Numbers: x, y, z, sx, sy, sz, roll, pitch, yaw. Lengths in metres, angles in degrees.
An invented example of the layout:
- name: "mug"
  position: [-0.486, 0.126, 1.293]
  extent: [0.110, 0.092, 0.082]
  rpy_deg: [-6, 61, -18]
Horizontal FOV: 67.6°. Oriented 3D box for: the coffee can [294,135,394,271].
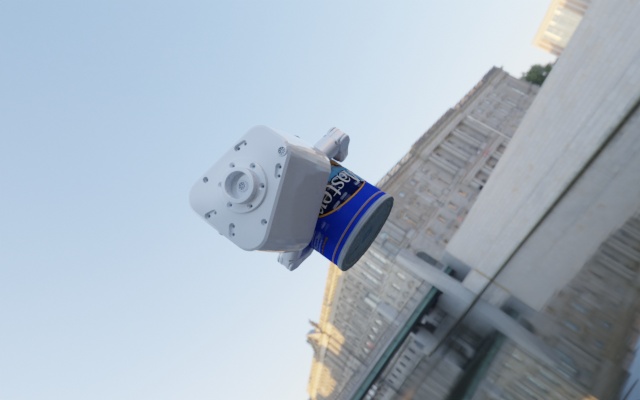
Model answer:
- name: "coffee can"
  position: [0.000, 0.002, 0.564]
  extent: [0.140, 0.103, 0.103]
  rpy_deg: [34, 12, 18]
